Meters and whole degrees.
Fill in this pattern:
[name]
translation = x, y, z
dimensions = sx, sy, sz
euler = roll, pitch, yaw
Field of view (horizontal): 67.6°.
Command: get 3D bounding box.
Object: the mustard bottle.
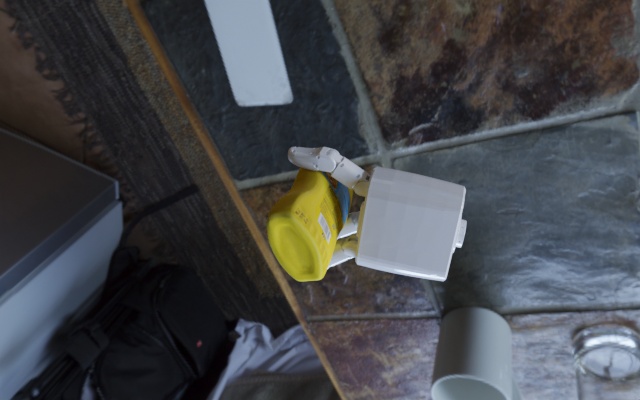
[mustard bottle]
translation = 0.000, 0.002, 0.581
dimensions = 0.058, 0.096, 0.191
euler = -10, 29, 26
